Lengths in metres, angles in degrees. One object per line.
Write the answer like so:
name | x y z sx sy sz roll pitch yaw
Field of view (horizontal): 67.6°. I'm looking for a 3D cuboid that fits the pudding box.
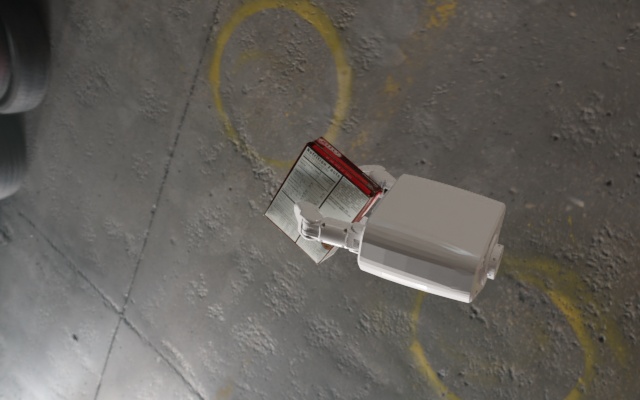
pudding box | 0.000 0.002 0.520 0.090 0.113 0.039 42 32 11
